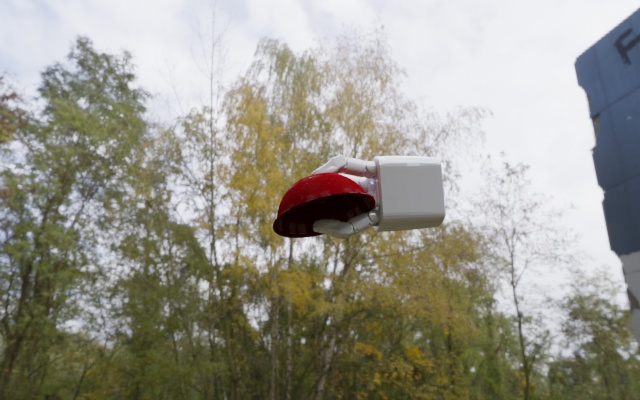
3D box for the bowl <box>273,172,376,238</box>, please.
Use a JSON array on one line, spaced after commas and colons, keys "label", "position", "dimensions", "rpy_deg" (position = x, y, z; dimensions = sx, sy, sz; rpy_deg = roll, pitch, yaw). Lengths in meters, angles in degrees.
[{"label": "bowl", "position": [-0.001, 0.002, 0.733], "dimensions": [0.162, 0.055, 0.162], "rpy_deg": [-14, -22, -6]}]
